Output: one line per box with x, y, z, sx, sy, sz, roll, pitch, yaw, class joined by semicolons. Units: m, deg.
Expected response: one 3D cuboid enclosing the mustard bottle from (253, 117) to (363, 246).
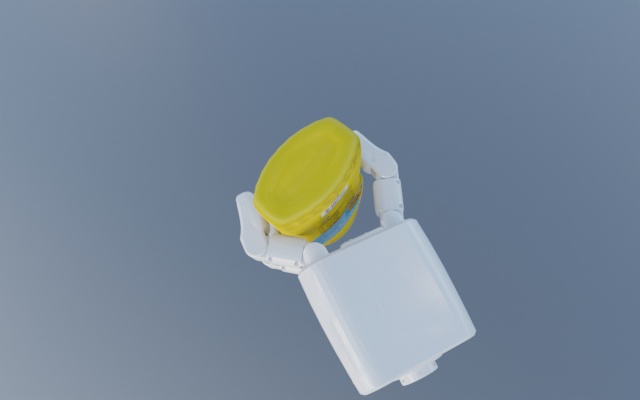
0.000;0.001;0.449;0.058;0.096;0.192;38;-8;15;mustard bottle
